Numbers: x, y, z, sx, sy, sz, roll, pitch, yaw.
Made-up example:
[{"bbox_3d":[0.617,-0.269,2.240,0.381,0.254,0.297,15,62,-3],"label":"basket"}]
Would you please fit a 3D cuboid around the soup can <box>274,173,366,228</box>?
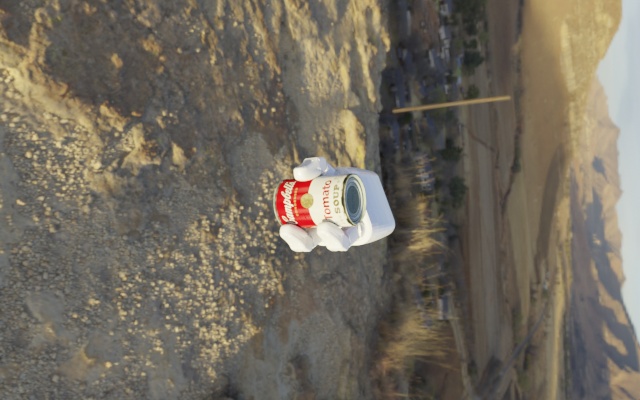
[{"bbox_3d":[0.000,0.002,0.618,0.102,0.068,0.068,-4,-2,29],"label":"soup can"}]
